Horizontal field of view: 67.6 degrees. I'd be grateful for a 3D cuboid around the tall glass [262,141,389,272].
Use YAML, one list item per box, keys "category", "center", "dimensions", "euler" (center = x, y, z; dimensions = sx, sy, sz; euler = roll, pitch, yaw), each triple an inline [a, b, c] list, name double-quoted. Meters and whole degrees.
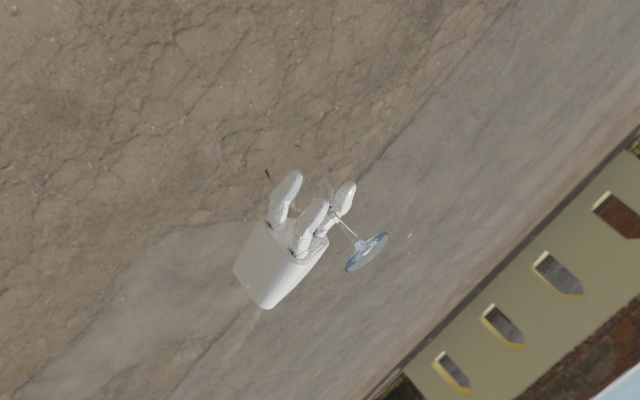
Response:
- category: "tall glass"
  center: [0.001, 0.003, 0.667]
  dimensions: [0.201, 0.079, 0.079]
  euler: [48, 24, 24]
